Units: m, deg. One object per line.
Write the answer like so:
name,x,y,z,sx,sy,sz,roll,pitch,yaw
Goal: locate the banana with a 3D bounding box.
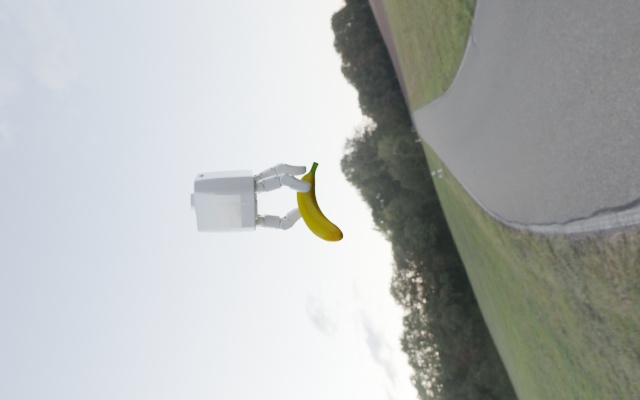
banana,-0.009,0.014,0.857,0.037,0.070,0.197,12,39,-30
